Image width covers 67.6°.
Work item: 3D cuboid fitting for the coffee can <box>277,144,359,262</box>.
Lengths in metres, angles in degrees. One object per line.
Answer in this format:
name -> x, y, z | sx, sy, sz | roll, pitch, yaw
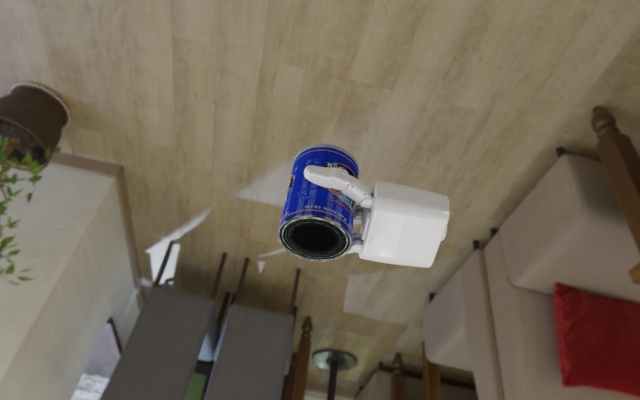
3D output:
coffee can -> 0.000, 0.002, 0.691 | 0.103, 0.140, 0.103 | 5, -41, 5
